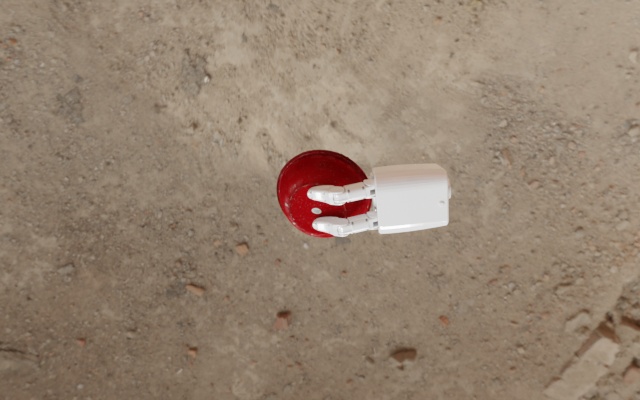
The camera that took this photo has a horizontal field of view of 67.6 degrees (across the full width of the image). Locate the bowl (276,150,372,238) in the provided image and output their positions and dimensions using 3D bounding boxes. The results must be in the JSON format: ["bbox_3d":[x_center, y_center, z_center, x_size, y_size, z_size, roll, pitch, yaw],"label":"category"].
[{"bbox_3d":[-0.001,0.003,0.767,0.162,0.162,0.055,0,28,13],"label":"bowl"}]
